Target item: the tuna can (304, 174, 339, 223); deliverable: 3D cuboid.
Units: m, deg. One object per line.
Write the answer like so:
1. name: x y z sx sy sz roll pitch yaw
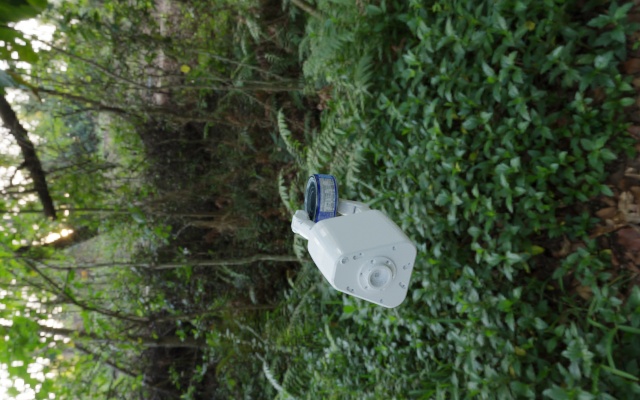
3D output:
1. tuna can: 0.000 0.002 0.729 0.034 0.086 0.086 3 -1 -14
